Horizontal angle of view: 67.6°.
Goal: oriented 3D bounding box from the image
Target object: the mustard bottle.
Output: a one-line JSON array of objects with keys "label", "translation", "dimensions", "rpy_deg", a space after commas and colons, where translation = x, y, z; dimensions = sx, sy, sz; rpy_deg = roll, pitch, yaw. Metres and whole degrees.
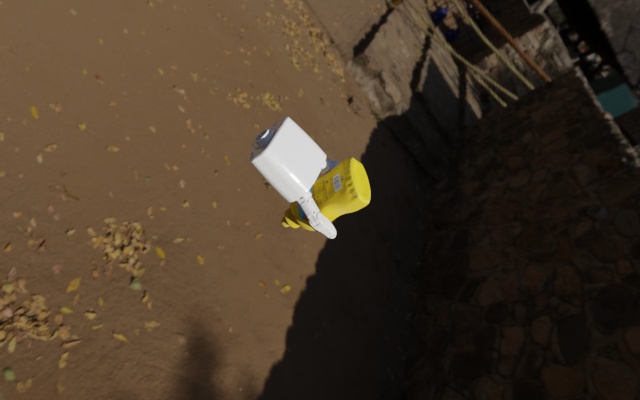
[{"label": "mustard bottle", "translation": [0.001, 0.003, 0.891], "dimensions": [0.192, 0.096, 0.058], "rpy_deg": [-30, -37, 29]}]
